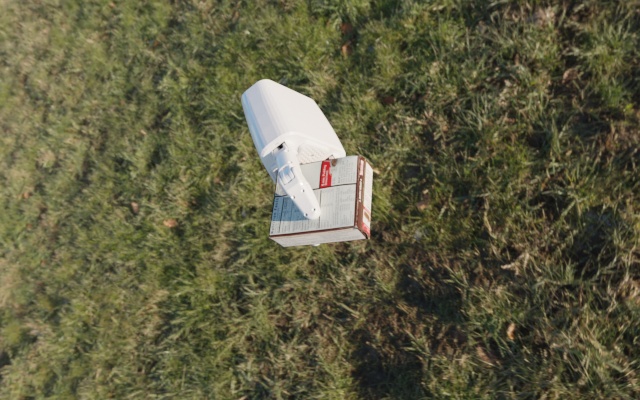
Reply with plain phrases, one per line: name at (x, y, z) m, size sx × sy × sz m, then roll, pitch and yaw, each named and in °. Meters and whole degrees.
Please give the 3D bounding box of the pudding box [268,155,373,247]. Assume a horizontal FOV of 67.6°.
pudding box at (0.000, 0.002, 0.538) m, size 0.113 × 0.090 × 0.039 m, roll -9°, pitch -26°, yaw 29°
